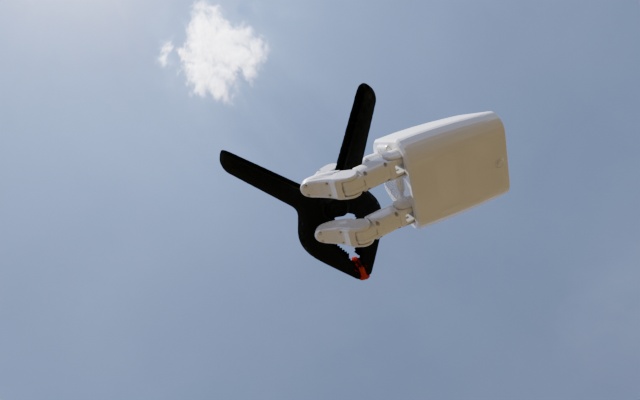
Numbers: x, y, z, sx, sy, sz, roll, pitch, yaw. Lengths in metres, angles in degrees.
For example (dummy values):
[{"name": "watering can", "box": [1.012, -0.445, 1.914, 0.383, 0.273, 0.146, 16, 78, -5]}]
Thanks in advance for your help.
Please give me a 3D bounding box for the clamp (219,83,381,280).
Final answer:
[{"name": "clamp", "box": [0.000, 0.002, 0.502, 0.164, 0.210, 0.036, -20, 26, -6]}]
